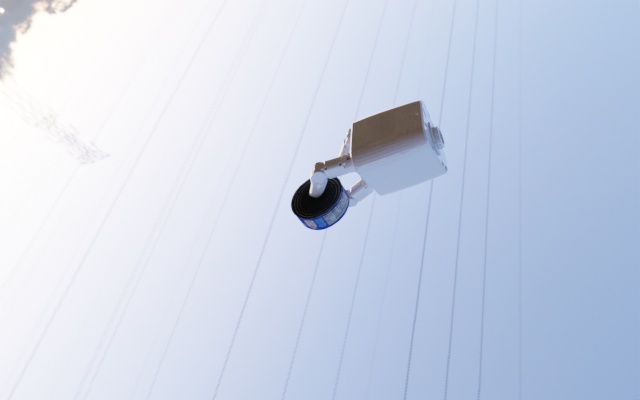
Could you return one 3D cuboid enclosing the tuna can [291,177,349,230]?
[{"bbox_3d":[0.000,0.003,0.727,0.086,0.086,0.034,0,-37,34],"label":"tuna can"}]
